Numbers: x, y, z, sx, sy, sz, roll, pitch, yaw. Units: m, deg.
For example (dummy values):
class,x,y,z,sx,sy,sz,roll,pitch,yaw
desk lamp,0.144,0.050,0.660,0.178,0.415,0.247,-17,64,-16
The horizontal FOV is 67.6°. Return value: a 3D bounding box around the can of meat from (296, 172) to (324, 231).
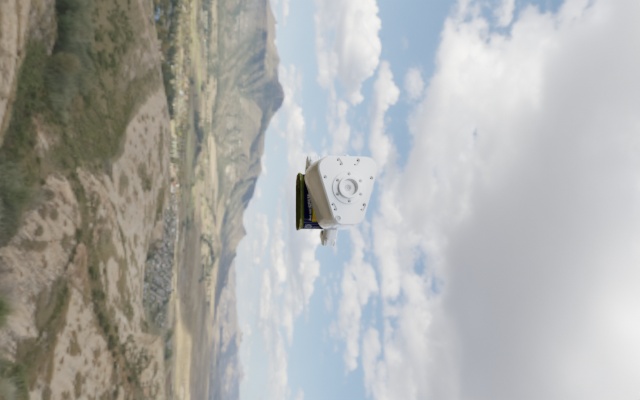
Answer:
class,x,y,z,sx,sy,sz,roll,pitch,yaw
can of meat,0.000,0.003,0.853,0.084,0.102,0.057,1,-8,-10
